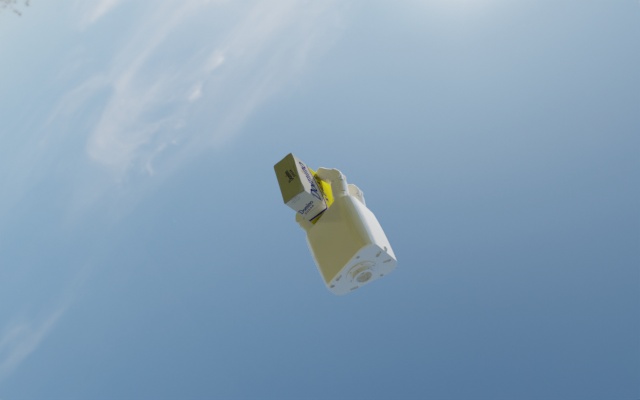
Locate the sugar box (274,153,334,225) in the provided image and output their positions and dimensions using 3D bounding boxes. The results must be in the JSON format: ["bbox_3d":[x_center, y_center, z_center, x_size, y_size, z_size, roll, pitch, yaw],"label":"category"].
[{"bbox_3d":[0.001,0.002,0.800,0.048,0.093,0.176,-35,-44,15],"label":"sugar box"}]
